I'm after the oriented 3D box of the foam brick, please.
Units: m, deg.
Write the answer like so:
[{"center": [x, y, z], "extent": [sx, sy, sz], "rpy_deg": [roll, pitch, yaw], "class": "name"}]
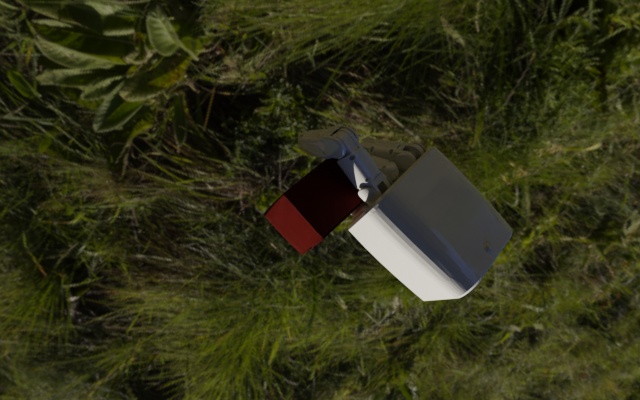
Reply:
[{"center": [0.000, 0.002, 0.425], "extent": [0.078, 0.051, 0.053], "rpy_deg": [-41, 0, -32], "class": "foam brick"}]
